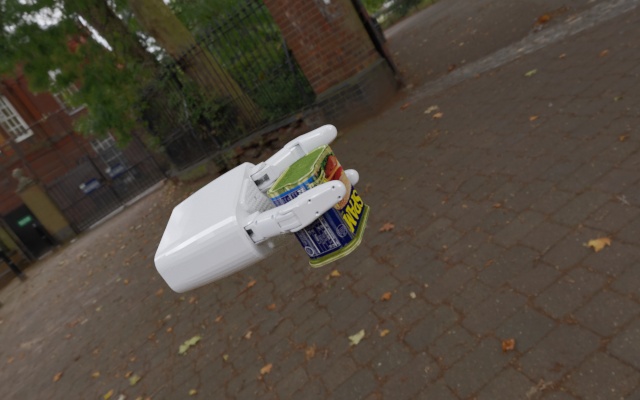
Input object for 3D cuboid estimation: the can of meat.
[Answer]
[{"bbox_3d":[0.000,0.001,0.472,0.057,0.084,0.102,-26,16,23],"label":"can of meat"}]
